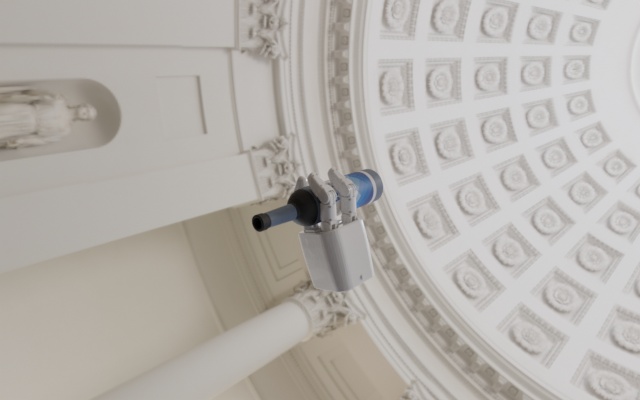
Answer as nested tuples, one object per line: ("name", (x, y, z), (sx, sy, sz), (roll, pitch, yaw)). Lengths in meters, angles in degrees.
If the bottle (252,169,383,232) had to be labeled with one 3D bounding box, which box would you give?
("bottle", (0.000, 0.003, 0.835), (0.069, 0.069, 0.295), (0, 13, 42))
